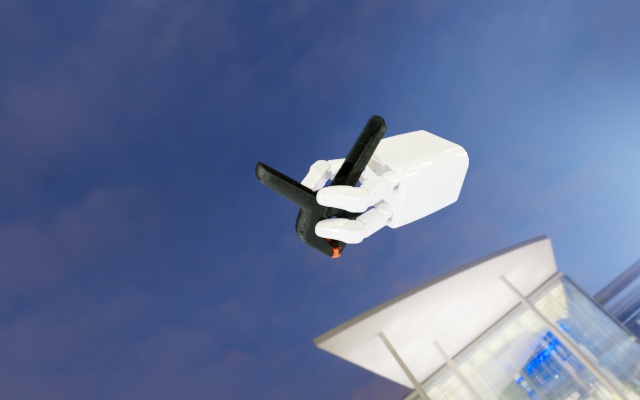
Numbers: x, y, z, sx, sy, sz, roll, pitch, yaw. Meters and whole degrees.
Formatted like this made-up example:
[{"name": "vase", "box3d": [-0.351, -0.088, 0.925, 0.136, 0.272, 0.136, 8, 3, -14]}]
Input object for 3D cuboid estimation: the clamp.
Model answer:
[{"name": "clamp", "box3d": [0.000, 0.002, 0.598, 0.164, 0.210, 0.036, -18, 47, -21]}]
